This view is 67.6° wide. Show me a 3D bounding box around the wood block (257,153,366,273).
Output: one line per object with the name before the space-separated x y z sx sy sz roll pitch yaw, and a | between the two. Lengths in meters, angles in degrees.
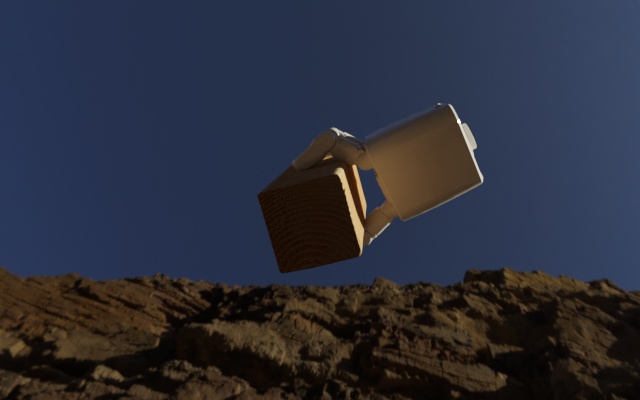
wood block | 0.001 0.002 0.579 0.090 0.091 0.206 -14 11 10
